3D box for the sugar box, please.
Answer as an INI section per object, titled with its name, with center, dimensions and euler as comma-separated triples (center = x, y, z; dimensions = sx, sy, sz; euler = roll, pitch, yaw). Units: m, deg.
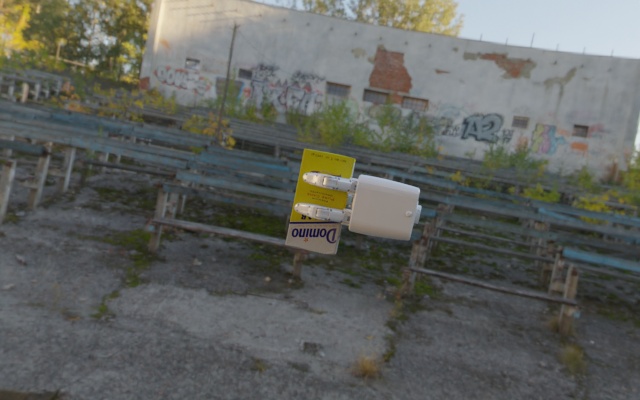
[sugar box]
center = 0.000, 0.003, 0.852
dimensions = 0.093, 0.176, 0.048
euler = 11, 3, 6
